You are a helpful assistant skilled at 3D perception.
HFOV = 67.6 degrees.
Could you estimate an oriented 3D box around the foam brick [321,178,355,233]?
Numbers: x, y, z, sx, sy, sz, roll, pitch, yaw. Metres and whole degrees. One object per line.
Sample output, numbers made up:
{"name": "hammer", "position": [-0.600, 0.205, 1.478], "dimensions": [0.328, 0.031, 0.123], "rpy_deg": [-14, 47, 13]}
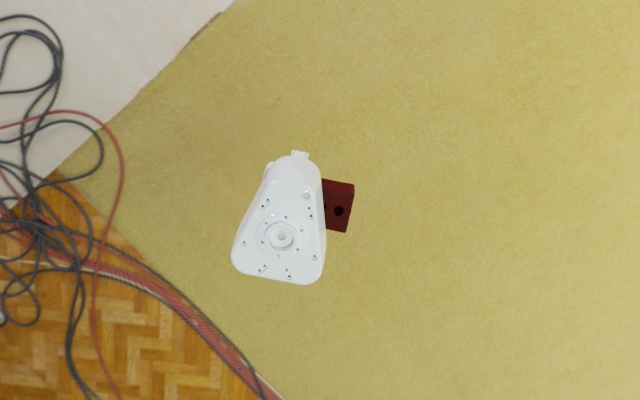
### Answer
{"name": "foam brick", "position": [0.000, 0.002, 0.596], "dimensions": [0.078, 0.053, 0.051], "rpy_deg": [11, 16, -3]}
